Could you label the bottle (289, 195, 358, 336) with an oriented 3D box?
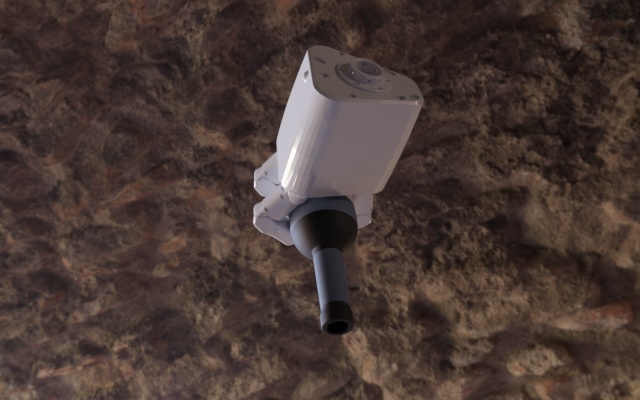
[{"bbox_3d":[0.000,0.002,0.493,0.069,0.069,0.295,0,44,-8],"label":"bottle"}]
